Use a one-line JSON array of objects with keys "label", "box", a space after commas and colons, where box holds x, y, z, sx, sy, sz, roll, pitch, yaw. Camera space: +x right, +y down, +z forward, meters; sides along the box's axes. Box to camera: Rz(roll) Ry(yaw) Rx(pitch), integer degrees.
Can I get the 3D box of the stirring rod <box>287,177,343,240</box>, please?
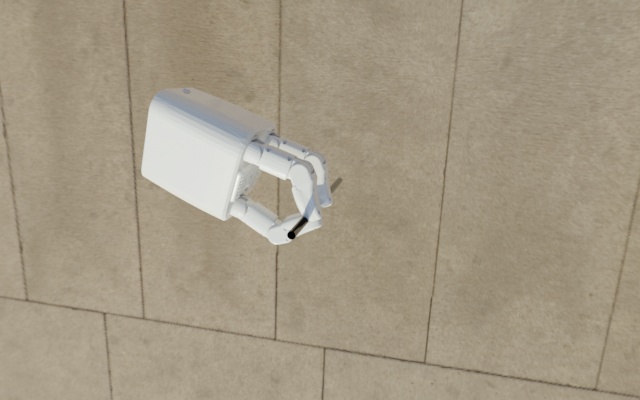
[{"label": "stirring rod", "box": [0.000, 0.002, 0.537, 0.011, 0.011, 0.239, 0, 14, 13]}]
